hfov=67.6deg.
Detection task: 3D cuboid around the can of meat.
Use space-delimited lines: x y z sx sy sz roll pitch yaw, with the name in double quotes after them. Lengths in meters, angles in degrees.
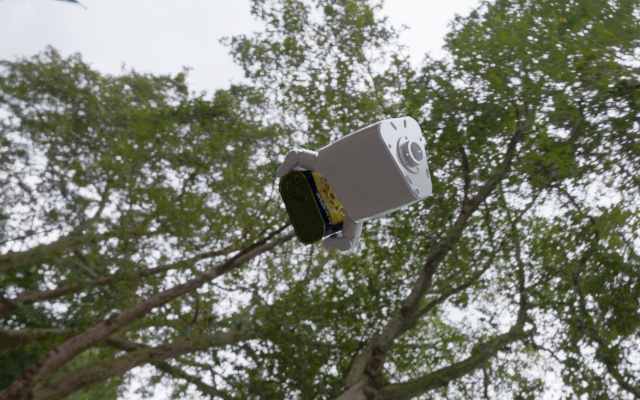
0.000 0.002 0.679 0.084 0.102 0.057 -17 -7 -46 "can of meat"
